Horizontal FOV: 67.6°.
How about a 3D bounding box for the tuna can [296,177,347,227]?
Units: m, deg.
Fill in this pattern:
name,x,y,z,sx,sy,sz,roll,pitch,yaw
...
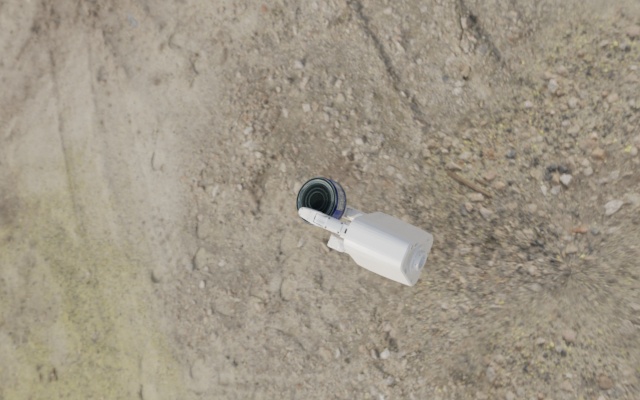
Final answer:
name,x,y,z,sx,sy,sz,roll,pitch,yaw
tuna can,0.000,0.003,0.828,0.086,0.086,0.034,0,-9,33
